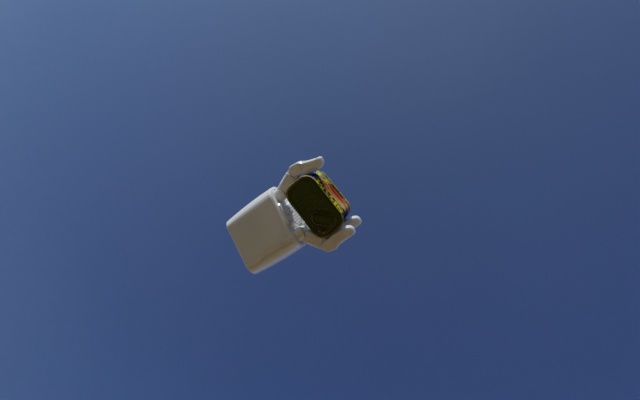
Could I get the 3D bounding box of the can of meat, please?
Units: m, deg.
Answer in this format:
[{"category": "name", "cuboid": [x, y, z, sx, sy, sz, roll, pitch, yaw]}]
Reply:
[{"category": "can of meat", "cuboid": [0.000, 0.002, 0.788, 0.057, 0.102, 0.084, -38, 1, 18]}]
